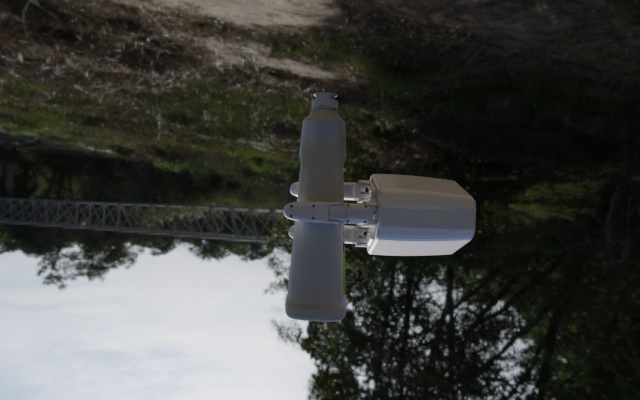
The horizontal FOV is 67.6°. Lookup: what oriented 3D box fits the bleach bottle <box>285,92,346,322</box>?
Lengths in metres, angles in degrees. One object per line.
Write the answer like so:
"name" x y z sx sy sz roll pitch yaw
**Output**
"bleach bottle" 0.000 0.002 0.546 0.068 0.251 0.102 2 0 0
